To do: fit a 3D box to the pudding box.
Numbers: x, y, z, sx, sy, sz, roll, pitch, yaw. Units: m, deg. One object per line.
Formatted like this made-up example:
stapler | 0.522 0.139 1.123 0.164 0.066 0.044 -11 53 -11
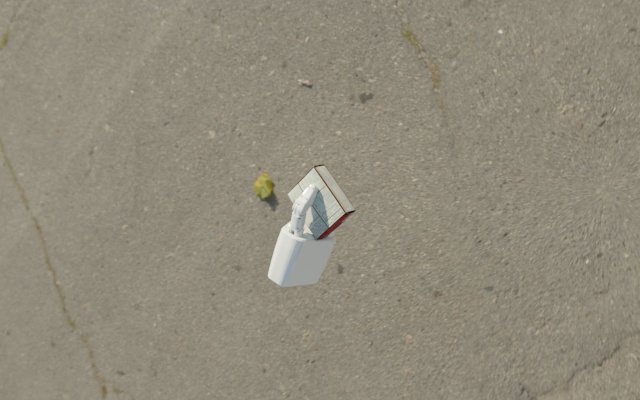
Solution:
pudding box | 0.000 0.003 0.894 0.090 0.113 0.039 -43 -16 31
